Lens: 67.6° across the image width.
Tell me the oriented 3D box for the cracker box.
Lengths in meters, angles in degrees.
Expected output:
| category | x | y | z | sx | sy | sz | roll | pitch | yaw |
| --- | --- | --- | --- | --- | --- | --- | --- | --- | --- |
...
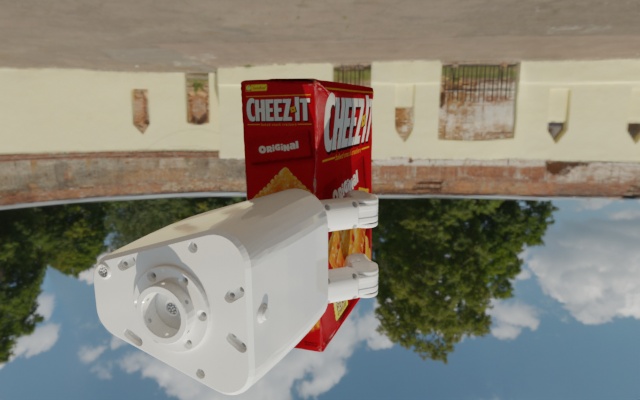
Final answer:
| category | x | y | z | sx | sy | sz | roll | pitch | yaw |
| --- | --- | --- | --- | --- | --- | --- | --- | --- | --- |
| cracker box | 0.000 | 0.002 | 0.440 | 0.072 | 0.214 | 0.164 | 4 | 12 | 20 |
